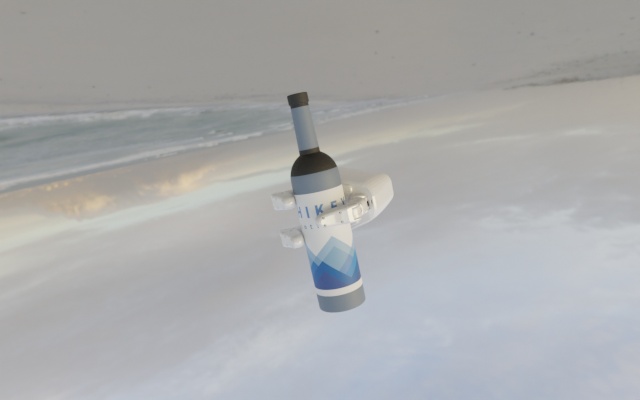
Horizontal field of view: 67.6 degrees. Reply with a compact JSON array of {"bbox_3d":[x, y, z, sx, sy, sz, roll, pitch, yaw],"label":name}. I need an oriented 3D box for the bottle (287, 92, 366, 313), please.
[{"bbox_3d":[0.000,0.002,0.650,0.069,0.296,0.069,-12,9,2],"label":"bottle"}]
